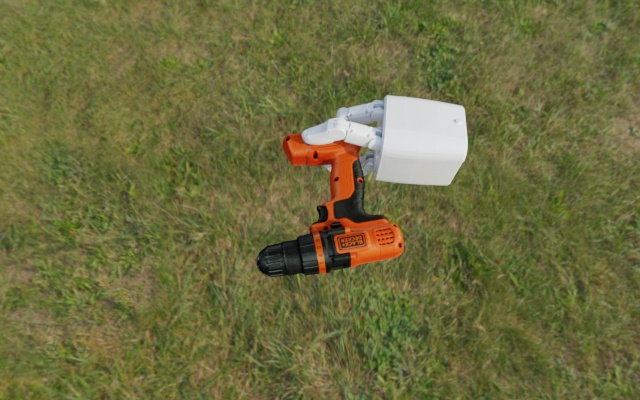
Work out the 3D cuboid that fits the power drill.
[{"bbox_3d":[0.000,0.002,0.622,0.184,0.187,0.057,-9,-20,-6],"label":"power drill"}]
